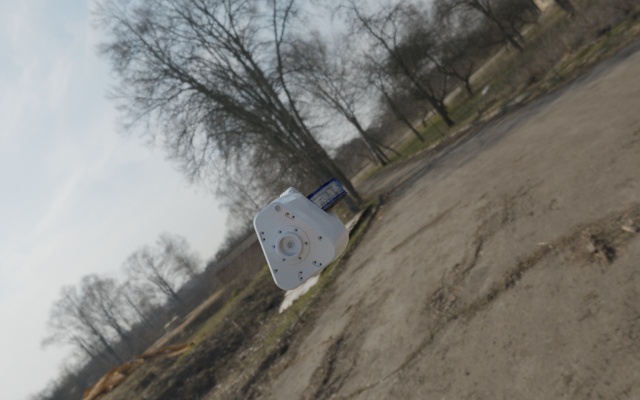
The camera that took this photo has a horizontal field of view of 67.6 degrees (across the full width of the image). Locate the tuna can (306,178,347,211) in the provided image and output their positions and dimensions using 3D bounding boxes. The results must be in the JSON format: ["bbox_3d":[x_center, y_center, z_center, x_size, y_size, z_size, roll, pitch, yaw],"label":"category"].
[{"bbox_3d":[0.000,0.002,0.764,0.086,0.034,0.086,-39,-5,-4],"label":"tuna can"}]
